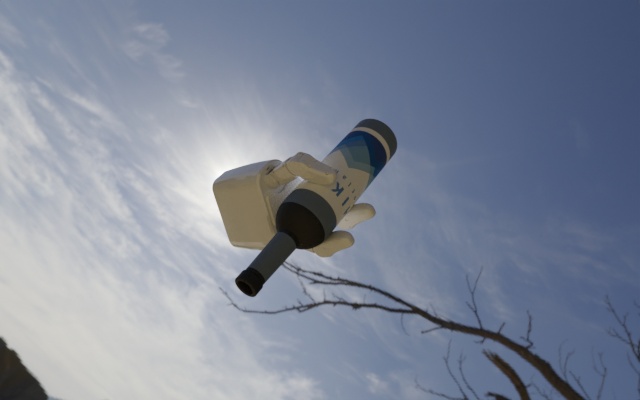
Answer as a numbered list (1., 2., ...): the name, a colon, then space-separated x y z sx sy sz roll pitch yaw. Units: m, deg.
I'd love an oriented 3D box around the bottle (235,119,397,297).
1. bottle: 0.000 0.002 0.576 0.069 0.069 0.295 0 36 41
